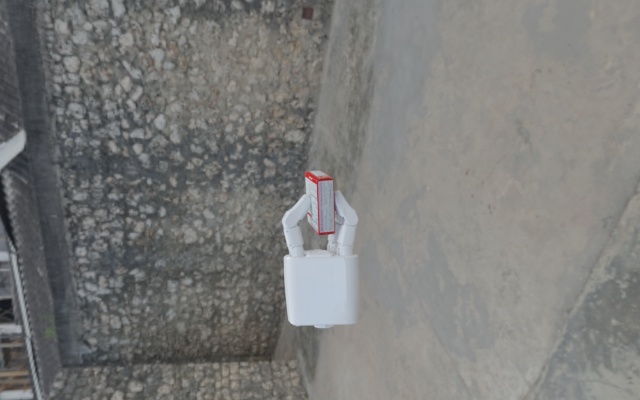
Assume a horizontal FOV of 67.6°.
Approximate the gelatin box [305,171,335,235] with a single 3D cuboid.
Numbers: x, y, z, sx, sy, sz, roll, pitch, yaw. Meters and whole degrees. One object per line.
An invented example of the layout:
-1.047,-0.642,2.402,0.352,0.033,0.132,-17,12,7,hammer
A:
0.000,0.002,0.752,0.030,0.089,0.073,-6,14,-14,gelatin box
